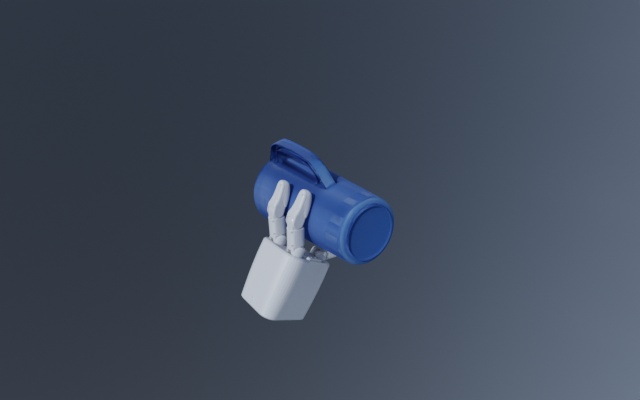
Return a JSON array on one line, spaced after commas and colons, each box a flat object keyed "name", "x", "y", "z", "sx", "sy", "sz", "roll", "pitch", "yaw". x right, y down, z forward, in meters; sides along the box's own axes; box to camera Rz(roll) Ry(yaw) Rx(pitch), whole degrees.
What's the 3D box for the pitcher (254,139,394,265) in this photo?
[{"name": "pitcher", "x": 0.000, "y": 0.003, "z": 0.784, "sx": 0.149, "sy": 0.145, "sz": 0.242, "roll": 21, "pitch": 4, "yaw": -41}]
